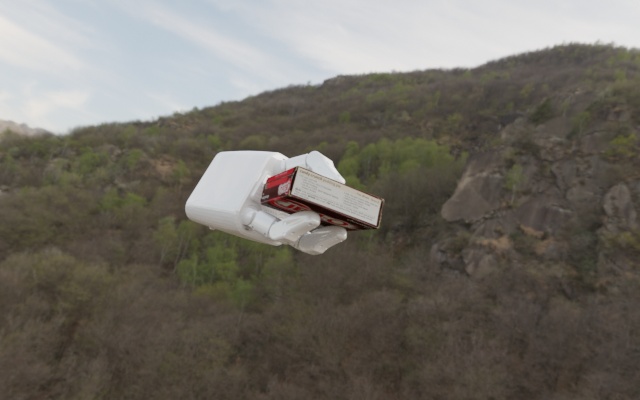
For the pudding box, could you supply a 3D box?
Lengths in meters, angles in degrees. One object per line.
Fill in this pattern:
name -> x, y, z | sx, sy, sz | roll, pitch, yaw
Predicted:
pudding box -> 0.000, 0.002, 0.535 | 0.113, 0.039, 0.090 | 18, -12, -23
